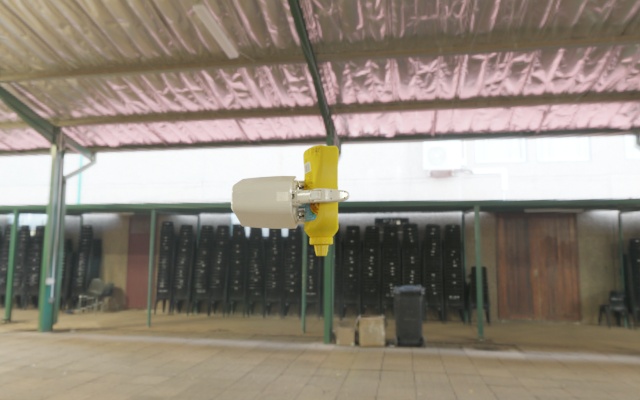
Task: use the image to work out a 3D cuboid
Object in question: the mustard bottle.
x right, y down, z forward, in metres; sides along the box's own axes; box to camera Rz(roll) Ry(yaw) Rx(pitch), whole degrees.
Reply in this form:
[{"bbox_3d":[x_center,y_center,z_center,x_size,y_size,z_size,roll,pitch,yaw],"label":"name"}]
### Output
[{"bbox_3d":[0.000,0.003,0.852,0.058,0.191,0.096,2,-7,-21],"label":"mustard bottle"}]
